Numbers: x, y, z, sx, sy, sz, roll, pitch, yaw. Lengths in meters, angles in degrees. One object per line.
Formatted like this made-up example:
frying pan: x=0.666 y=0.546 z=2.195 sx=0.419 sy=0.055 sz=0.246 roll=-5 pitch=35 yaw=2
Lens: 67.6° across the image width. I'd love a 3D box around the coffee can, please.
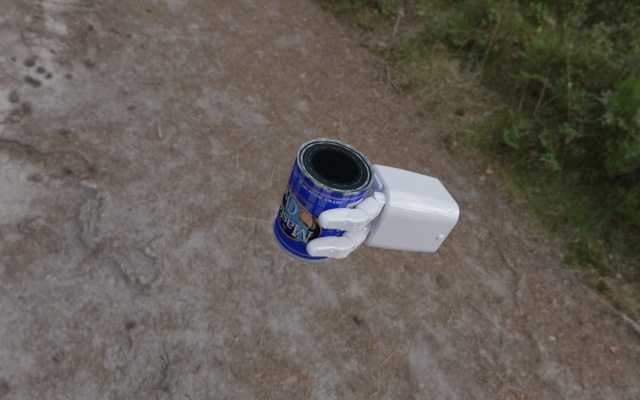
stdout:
coffee can: x=0.000 y=0.002 z=0.647 sx=0.103 sy=0.102 sz=0.140 roll=0 pitch=-43 yaw=-23
